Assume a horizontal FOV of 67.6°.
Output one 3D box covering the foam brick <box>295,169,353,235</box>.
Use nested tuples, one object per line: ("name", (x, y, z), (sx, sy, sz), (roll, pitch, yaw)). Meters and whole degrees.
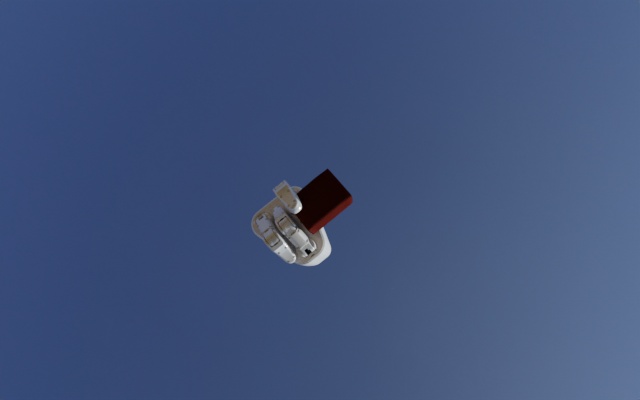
("foam brick", (0.000, 0.002, 0.677), (0.078, 0.053, 0.051), (-39, -14, 0))
